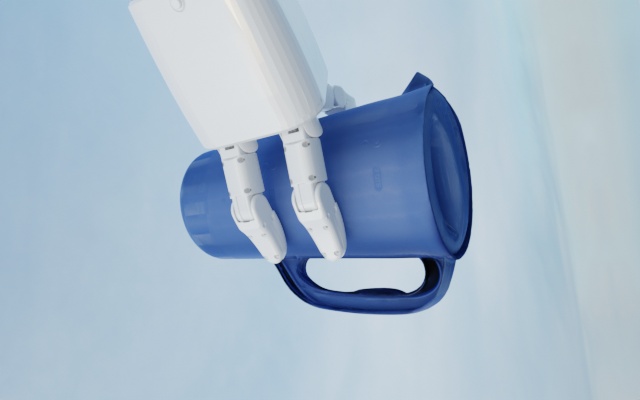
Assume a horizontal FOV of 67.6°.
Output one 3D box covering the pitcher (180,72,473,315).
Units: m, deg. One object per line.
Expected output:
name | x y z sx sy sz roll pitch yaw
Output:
pitcher | 0.000 0.001 0.412 0.243 0.145 0.149 -8 34 30
